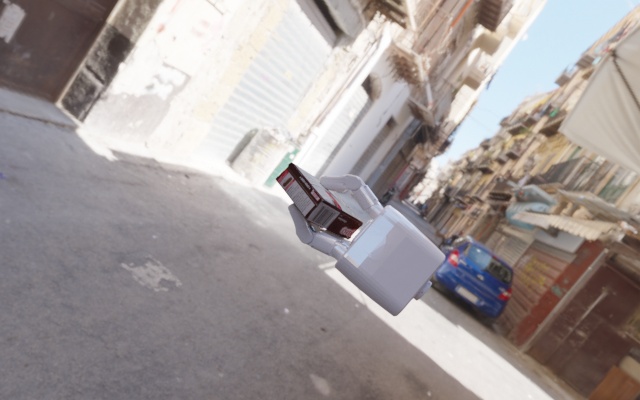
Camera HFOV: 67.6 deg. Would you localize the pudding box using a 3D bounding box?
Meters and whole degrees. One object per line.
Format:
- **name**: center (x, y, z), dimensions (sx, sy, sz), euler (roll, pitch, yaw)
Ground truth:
- **pudding box**: center (0.000, 0.002, 0.676), dimensions (0.113, 0.039, 0.090), euler (32, 14, -52)
